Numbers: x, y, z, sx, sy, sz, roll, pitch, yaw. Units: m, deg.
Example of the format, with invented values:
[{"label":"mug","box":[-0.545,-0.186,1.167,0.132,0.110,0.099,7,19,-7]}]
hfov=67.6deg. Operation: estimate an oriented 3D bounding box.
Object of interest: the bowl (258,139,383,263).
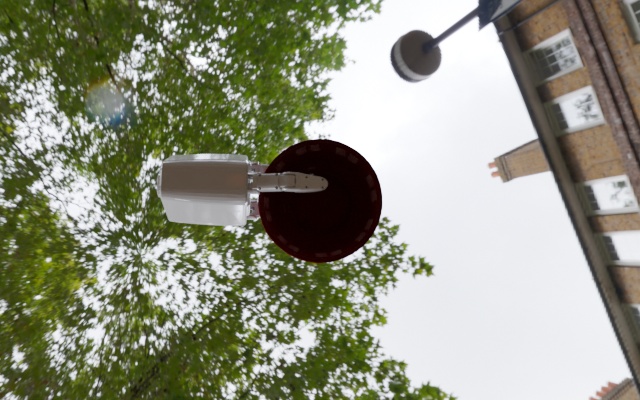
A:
[{"label":"bowl","box":[0.001,0.002,0.639,0.162,0.162,0.055,0,-7,2]}]
